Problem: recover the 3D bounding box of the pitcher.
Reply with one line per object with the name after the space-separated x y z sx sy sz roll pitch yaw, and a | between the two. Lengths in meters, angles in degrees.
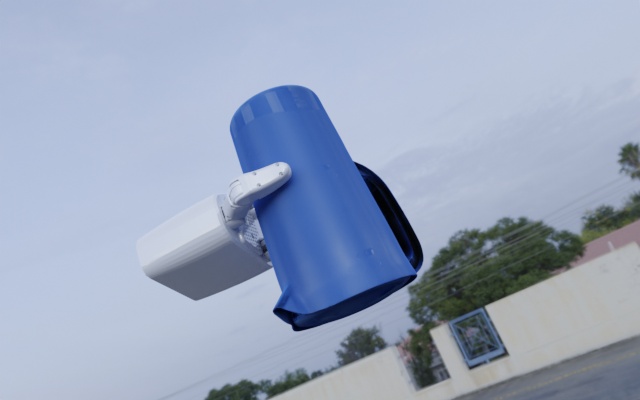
0.000 0.002 0.510 0.145 0.242 0.149 -27 -19 11 | pitcher
